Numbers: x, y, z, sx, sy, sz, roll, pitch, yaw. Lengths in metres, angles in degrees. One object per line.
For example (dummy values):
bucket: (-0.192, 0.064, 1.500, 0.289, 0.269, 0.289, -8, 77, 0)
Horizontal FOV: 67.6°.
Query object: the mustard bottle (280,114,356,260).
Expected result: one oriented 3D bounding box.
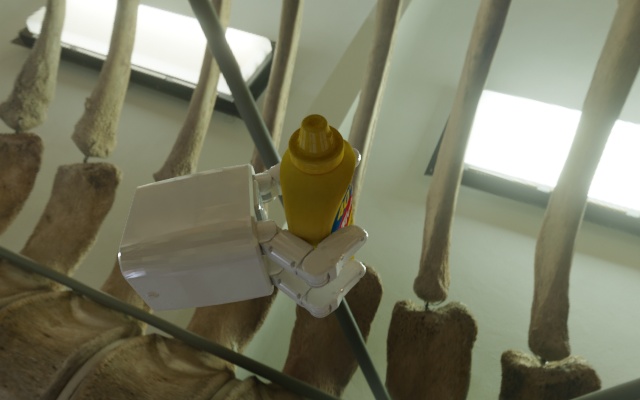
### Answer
mustard bottle: (0.000, 0.001, 0.407, 0.058, 0.096, 0.192, 10, -34, 11)
